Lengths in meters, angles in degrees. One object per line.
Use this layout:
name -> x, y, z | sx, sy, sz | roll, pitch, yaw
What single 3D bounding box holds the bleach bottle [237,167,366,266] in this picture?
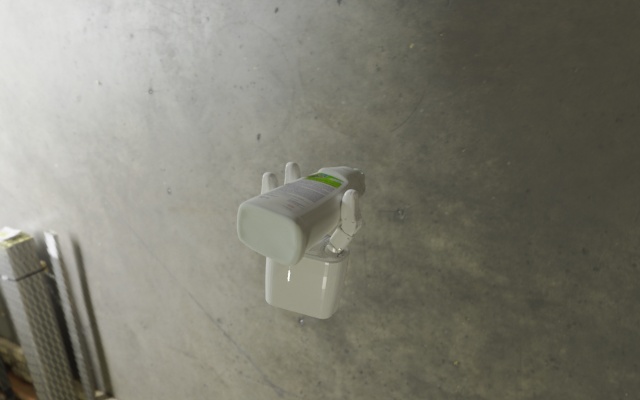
bleach bottle -> 0.000, 0.002, 0.671 | 0.102, 0.068, 0.250 | 21, 28, 26
